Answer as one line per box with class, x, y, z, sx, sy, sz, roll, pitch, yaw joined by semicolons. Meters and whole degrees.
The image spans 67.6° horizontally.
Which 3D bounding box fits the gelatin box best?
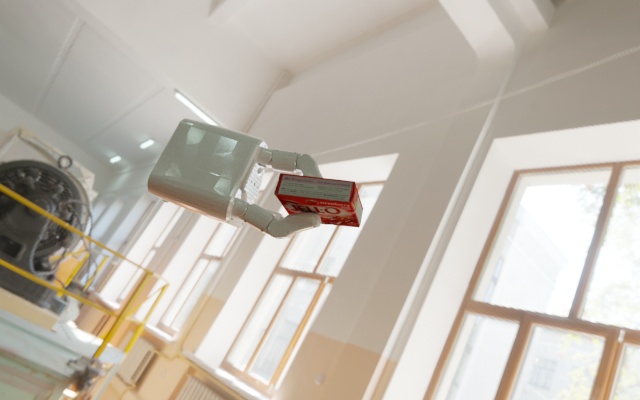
gelatin box;0.001;0.001;0.546;0.089;0.030;0.073;6;-23;15
